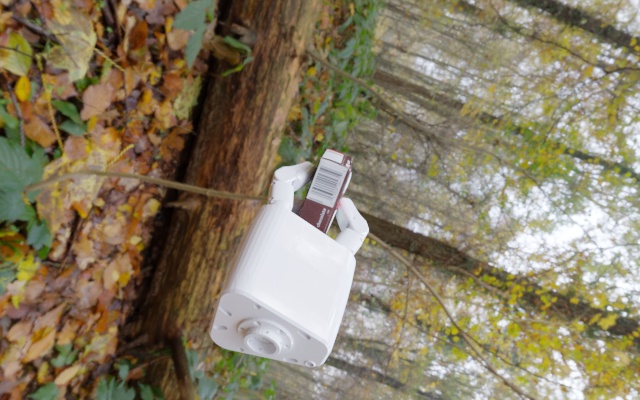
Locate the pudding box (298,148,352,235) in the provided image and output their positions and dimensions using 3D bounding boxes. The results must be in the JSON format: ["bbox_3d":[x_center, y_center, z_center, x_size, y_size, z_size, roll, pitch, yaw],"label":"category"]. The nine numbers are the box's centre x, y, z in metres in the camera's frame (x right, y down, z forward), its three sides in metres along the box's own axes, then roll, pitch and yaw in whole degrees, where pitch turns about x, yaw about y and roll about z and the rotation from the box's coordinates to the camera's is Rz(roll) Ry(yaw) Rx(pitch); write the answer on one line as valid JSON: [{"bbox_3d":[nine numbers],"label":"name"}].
[{"bbox_3d":[0.000,0.002,0.548,0.039,0.113,0.090,23,13,-1],"label":"pudding box"}]
